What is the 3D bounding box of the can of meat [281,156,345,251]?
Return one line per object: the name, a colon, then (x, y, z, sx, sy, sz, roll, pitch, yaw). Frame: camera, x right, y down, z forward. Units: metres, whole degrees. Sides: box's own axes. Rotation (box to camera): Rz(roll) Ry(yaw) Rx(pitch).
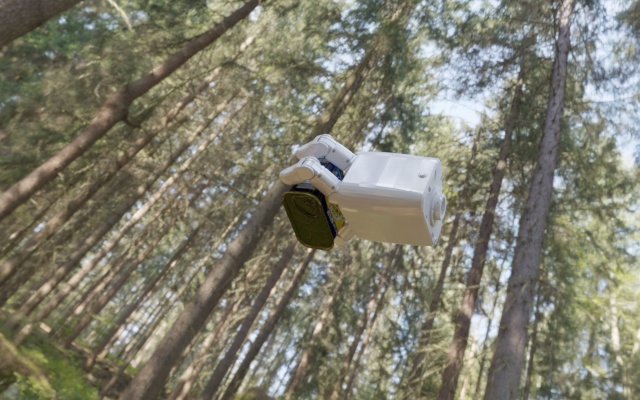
can of meat: (0.000, 0.002, 0.649, 0.057, 0.102, 0.084, 5, 43, 28)
